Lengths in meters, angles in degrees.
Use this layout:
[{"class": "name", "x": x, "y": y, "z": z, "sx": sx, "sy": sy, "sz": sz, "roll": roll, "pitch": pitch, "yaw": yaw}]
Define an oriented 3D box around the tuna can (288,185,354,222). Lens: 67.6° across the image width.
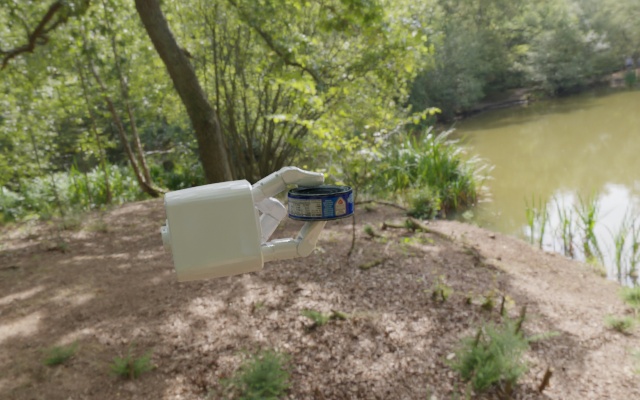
[{"class": "tuna can", "x": 0.000, "y": 0.001, "z": 0.617, "sx": 0.086, "sy": 0.034, "sz": 0.086, "roll": -3, "pitch": 10, "yaw": 0}]
